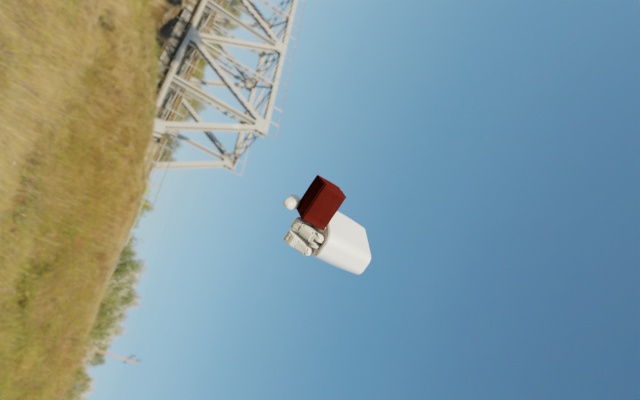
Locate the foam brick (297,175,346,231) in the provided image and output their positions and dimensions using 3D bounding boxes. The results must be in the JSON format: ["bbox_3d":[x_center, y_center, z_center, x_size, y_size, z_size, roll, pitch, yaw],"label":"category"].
[{"bbox_3d":[0.000,0.003,0.870,0.051,0.078,0.053,28,13,-25],"label":"foam brick"}]
